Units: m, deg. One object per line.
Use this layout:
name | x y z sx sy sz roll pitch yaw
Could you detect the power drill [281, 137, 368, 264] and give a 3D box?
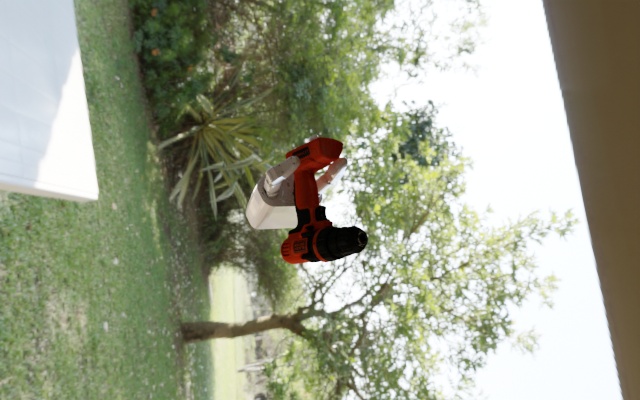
power drill | 0.000 0.002 0.738 0.057 0.187 0.184 10 -17 -38
